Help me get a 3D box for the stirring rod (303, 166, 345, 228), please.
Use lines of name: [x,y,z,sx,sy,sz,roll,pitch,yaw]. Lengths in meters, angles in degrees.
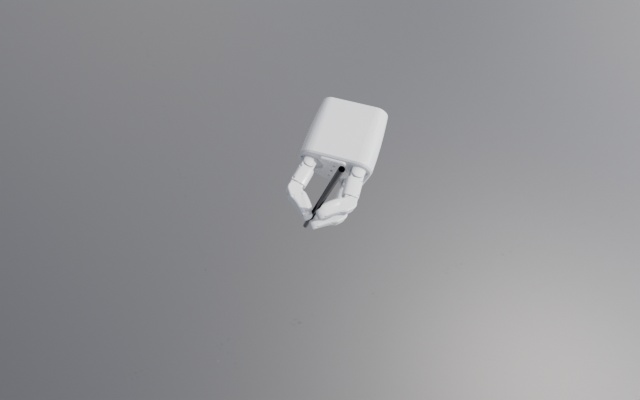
stirring rod: [0.000,0.002,0.650,0.011,0.011,0.240,0,-18,-12]
